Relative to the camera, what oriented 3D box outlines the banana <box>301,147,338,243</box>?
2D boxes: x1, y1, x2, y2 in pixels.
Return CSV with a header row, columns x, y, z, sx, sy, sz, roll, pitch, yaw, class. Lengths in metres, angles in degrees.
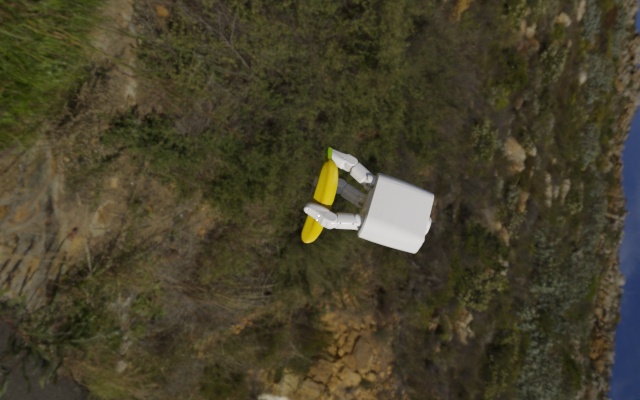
x,y,z,sx,sy,sz,roll,pitch,yaw,class
0.000,0.008,0.852,0.037,0.198,0.069,16,27,-3,banana
